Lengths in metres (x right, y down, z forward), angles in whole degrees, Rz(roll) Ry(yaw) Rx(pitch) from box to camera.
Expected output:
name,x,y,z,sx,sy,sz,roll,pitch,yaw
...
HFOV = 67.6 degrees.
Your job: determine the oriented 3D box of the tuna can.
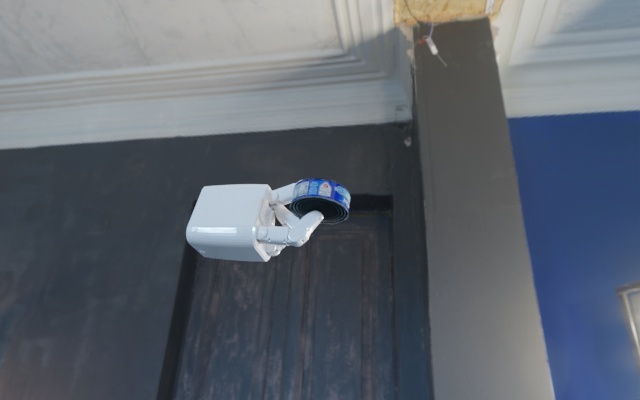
name,x,y,z,sx,sy,sz,roll,pitch,yaw
tuna can,0.000,0.002,0.694,0.086,0.033,0.086,7,-27,4
